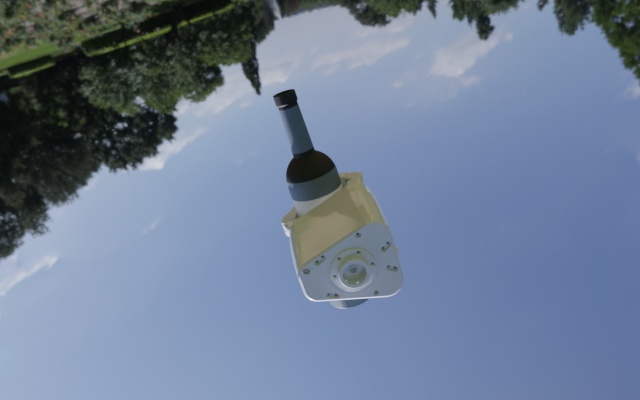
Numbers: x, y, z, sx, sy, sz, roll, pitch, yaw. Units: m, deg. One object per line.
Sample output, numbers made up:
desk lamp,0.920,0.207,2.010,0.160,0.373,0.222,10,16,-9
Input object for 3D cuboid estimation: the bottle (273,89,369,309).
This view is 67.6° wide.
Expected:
bottle,0.000,0.002,0.619,0.069,0.296,0.069,-16,22,7
